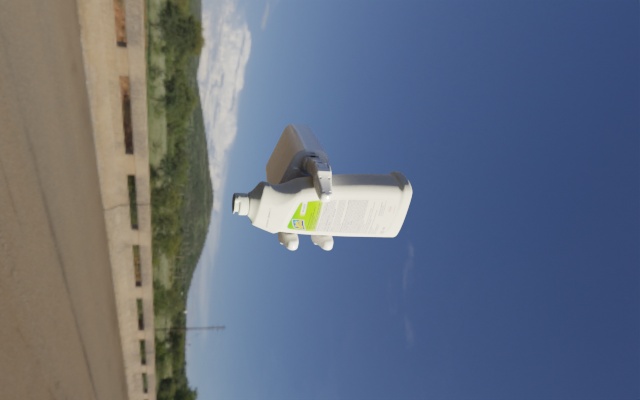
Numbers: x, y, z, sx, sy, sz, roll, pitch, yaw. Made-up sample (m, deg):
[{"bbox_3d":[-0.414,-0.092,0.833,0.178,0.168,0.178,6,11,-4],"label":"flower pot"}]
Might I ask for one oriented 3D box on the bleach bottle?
[{"bbox_3d":[0.000,0.002,0.696,0.251,0.103,0.068,3,32,-18],"label":"bleach bottle"}]
